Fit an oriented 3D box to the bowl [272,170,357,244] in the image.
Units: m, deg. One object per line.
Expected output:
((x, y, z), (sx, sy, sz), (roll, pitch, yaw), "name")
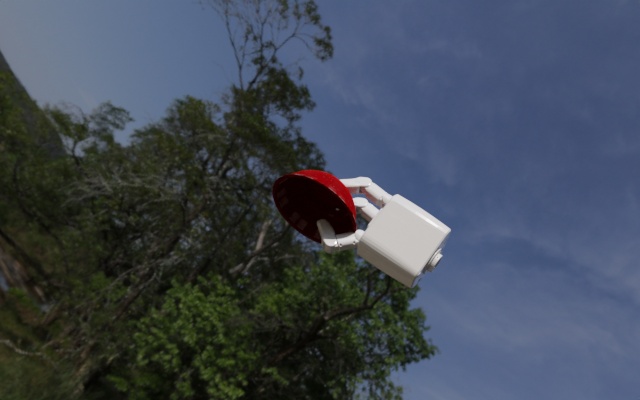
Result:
((-0.001, 0.002, 0.806), (0.162, 0.162, 0.055), (0, 42, 40), "bowl")
